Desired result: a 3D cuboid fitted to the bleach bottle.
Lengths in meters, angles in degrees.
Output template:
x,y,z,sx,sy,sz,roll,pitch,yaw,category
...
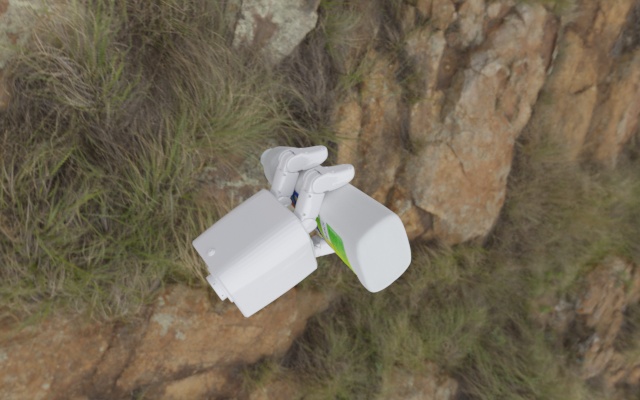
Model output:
x,y,z,sx,sy,sz,roll,pitch,yaw,category
0.000,0.002,0.594,0.068,0.103,0.250,-36,44,-15,bleach bottle
